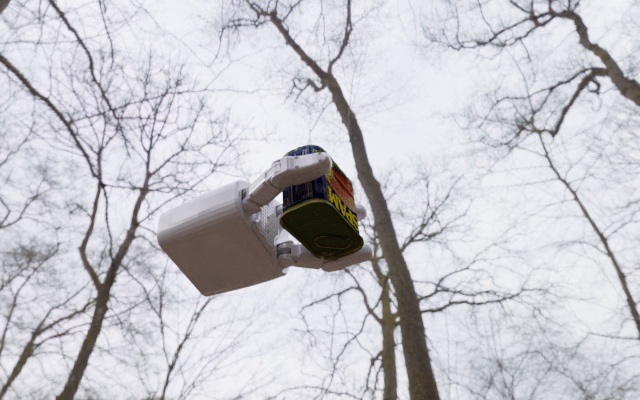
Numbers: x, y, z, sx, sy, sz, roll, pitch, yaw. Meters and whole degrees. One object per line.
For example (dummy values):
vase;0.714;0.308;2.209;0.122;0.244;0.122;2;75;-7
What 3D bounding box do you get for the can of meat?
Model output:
can of meat;0.000;0.001;0.507;0.057;0.083;0.102;-23;-42;20
